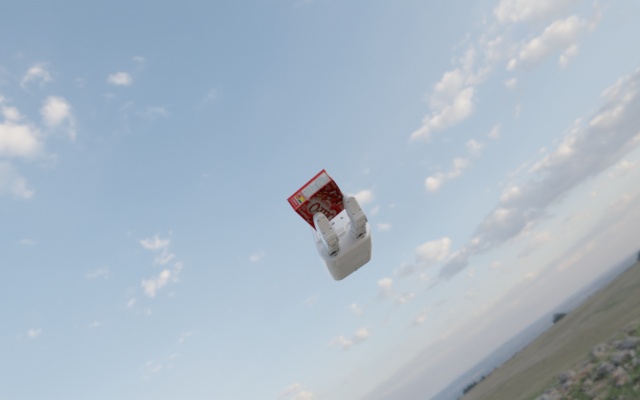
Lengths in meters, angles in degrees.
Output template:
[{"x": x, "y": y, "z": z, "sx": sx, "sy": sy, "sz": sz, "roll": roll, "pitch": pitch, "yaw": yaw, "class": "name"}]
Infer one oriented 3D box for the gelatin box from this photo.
[{"x": 0.000, "y": 0.002, "z": 0.732, "sx": 0.073, "sy": 0.030, "sz": 0.089, "roll": -39, "pitch": -34, "yaw": 1, "class": "gelatin box"}]
